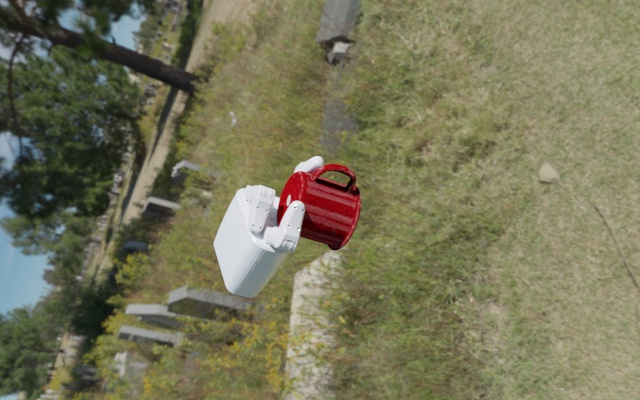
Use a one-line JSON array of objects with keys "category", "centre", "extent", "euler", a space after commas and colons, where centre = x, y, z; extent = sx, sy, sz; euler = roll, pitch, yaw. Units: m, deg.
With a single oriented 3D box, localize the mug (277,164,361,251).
[{"category": "mug", "centre": [0.001, 0.001, 0.617], "extent": [0.081, 0.117, 0.093], "euler": [18, 34, -23]}]
